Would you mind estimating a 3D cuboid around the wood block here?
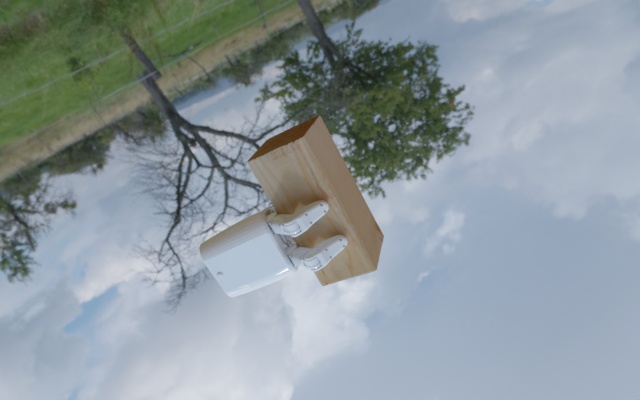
[{"bbox_3d":[0.000,0.002,0.659,0.090,0.206,0.090,-21,21,23],"label":"wood block"}]
